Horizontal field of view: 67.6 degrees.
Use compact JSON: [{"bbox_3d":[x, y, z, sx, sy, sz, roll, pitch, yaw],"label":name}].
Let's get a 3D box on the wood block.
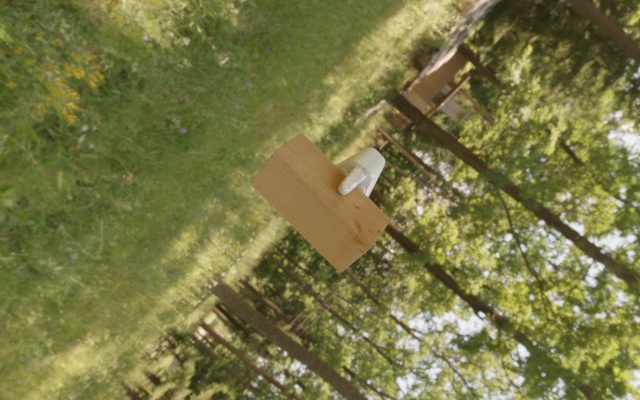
[{"bbox_3d":[0.001,0.002,0.776,0.091,0.206,0.090,-47,-1,41],"label":"wood block"}]
